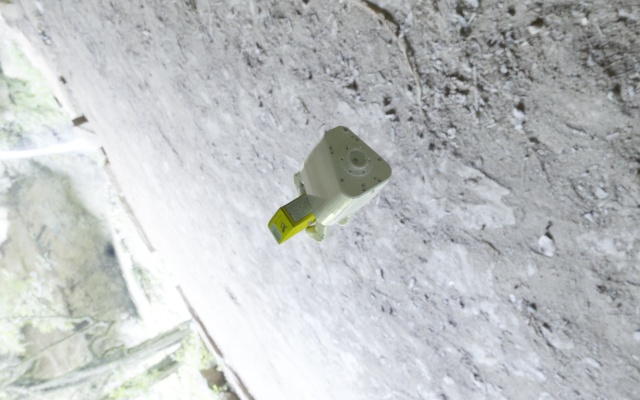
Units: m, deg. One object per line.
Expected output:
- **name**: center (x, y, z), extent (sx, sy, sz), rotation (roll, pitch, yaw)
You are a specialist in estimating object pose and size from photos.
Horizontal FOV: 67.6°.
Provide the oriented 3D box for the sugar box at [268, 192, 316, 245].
- **sugar box**: center (0.000, 0.003, 0.797), extent (0.176, 0.048, 0.093), rotation (-29, -9, -28)
